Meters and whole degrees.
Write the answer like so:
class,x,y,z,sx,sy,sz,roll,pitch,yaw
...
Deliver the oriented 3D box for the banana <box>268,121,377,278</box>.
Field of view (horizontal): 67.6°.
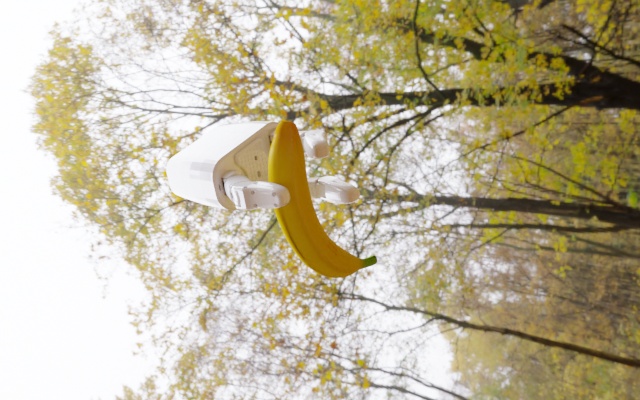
class,x,y,z,sx,sy,sz,roll,pitch,yaw
banana,-0.010,0.017,0.477,0.037,0.198,0.069,11,51,47
